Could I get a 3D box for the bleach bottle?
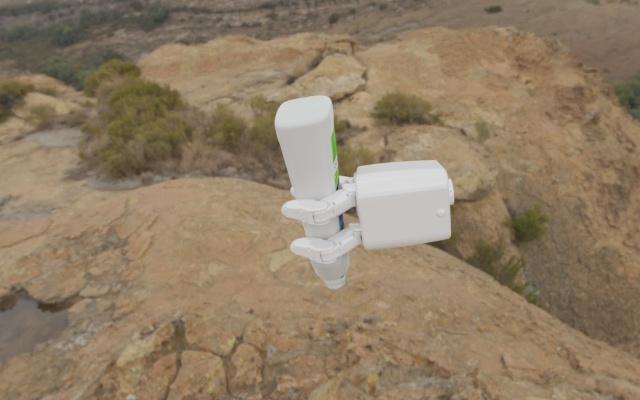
[{"bbox_3d":[0.000,0.002,0.615,0.068,0.251,0.102,-7,29,7],"label":"bleach bottle"}]
